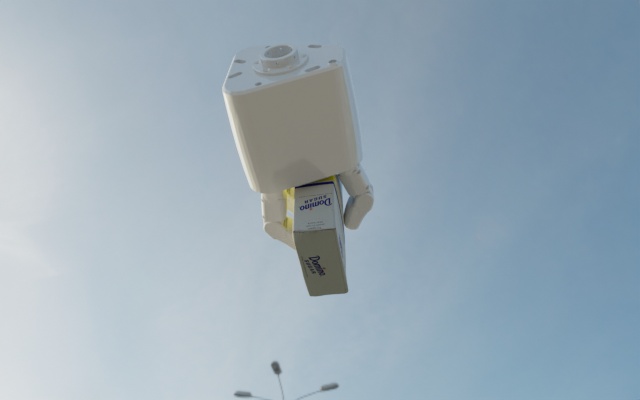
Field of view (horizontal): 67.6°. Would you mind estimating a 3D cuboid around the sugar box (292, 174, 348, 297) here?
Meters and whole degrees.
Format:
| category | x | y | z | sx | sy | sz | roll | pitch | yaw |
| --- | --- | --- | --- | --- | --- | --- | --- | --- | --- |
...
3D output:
| category | x | y | z | sx | sy | sz | roll | pitch | yaw |
| --- | --- | --- | --- | --- | --- | --- | --- | --- | --- |
| sugar box | 0.000 | 0.002 | 0.500 | 0.048 | 0.093 | 0.176 | -6 | 41 | 8 |
